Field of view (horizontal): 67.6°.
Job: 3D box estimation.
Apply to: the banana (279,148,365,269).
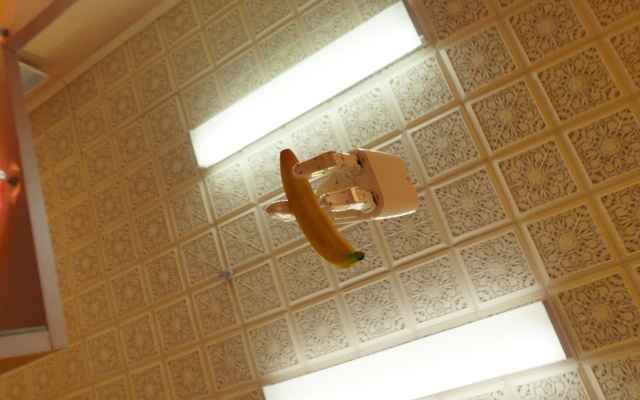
[{"bbox_3d":[-0.004,0.018,0.601,0.037,0.070,0.197,-10,49,-35],"label":"banana"}]
